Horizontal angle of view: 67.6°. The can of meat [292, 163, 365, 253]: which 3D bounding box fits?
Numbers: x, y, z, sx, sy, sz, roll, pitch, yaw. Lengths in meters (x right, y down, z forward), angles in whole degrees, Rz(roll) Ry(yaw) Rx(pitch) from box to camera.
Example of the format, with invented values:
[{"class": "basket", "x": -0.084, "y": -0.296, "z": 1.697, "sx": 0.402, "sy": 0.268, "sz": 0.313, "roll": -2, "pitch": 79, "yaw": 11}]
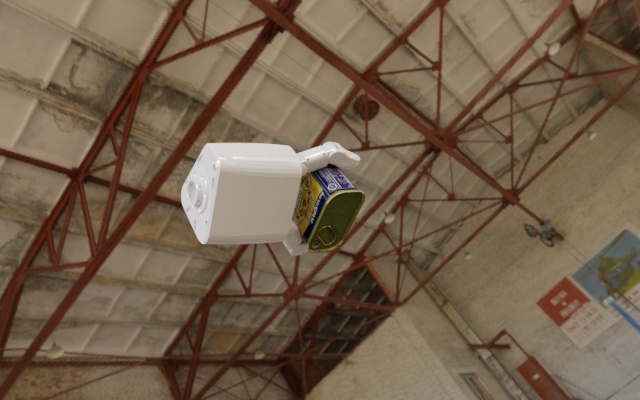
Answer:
[{"class": "can of meat", "x": 0.000, "y": 0.002, "z": 0.617, "sx": 0.057, "sy": 0.102, "sz": 0.084, "roll": -4, "pitch": 42, "yaw": -35}]
